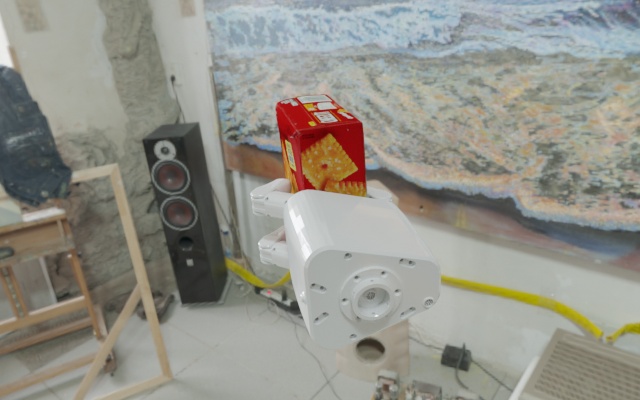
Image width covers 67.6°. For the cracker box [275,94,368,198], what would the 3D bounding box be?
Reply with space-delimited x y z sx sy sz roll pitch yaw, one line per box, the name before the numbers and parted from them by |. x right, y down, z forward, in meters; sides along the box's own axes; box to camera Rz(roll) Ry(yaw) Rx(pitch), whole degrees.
cracker box | 0.000 0.002 0.537 0.072 0.214 0.164 -8 23 -9
